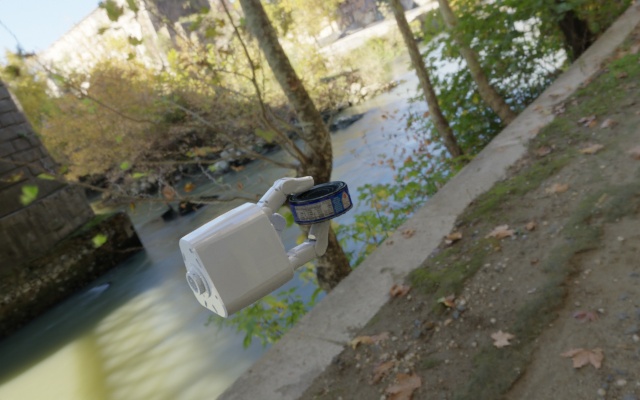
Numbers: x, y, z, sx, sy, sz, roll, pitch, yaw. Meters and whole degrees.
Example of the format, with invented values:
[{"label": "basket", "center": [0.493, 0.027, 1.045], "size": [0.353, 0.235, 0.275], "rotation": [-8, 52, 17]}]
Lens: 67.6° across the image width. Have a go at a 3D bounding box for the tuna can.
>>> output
[{"label": "tuna can", "center": [0.000, 0.002, 0.664], "size": [0.086, 0.034, 0.086], "rotation": [-15, 14, 4]}]
